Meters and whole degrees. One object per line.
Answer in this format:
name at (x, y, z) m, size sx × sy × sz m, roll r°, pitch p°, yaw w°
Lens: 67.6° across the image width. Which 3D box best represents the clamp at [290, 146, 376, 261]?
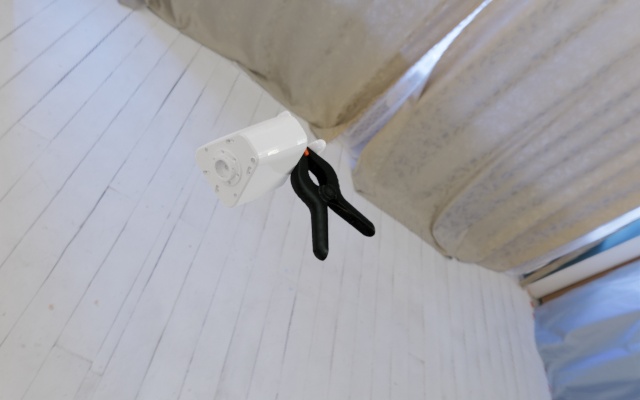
clamp at (0.000, 0.002, 0.686) m, size 0.039 × 0.171 × 0.120 m, roll -38°, pitch -5°, yaw 41°
